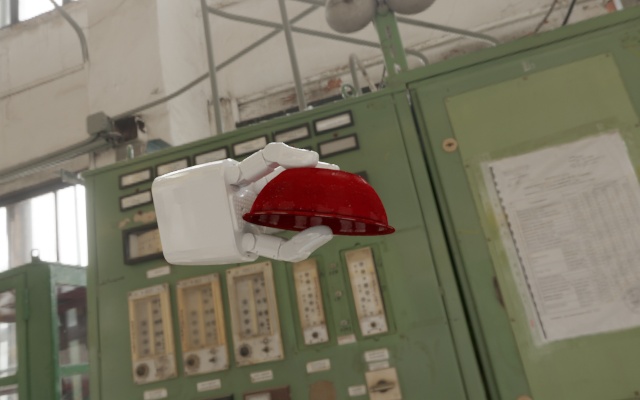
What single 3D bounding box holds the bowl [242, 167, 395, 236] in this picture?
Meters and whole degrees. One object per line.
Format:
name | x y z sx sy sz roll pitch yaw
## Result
bowl | 0.001 0.001 0.509 0.162 0.055 0.162 5 -9 1
